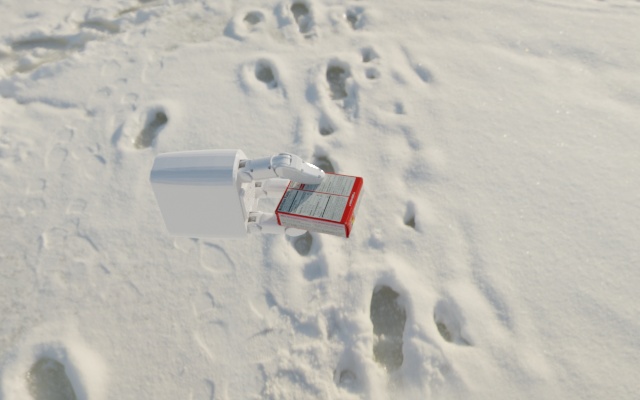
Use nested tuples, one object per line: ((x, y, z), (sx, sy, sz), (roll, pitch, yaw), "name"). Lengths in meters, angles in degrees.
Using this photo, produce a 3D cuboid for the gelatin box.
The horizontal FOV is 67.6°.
((0.000, 0.002, 0.564), (0.089, 0.073, 0.030), (8, -39, 17), "gelatin box")
